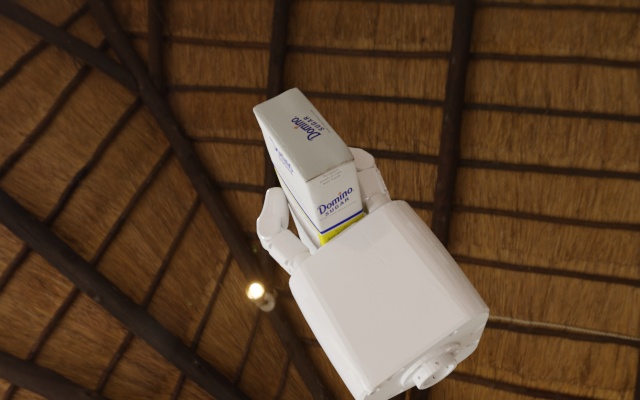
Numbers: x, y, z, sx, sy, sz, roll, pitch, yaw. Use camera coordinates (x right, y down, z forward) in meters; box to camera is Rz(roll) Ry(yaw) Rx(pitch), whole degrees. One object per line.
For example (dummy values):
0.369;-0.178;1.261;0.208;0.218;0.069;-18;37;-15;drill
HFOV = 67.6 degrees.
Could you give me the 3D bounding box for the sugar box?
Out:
0.001;0.001;0.408;0.048;0.093;0.176;-27;-36;-12;sugar box
